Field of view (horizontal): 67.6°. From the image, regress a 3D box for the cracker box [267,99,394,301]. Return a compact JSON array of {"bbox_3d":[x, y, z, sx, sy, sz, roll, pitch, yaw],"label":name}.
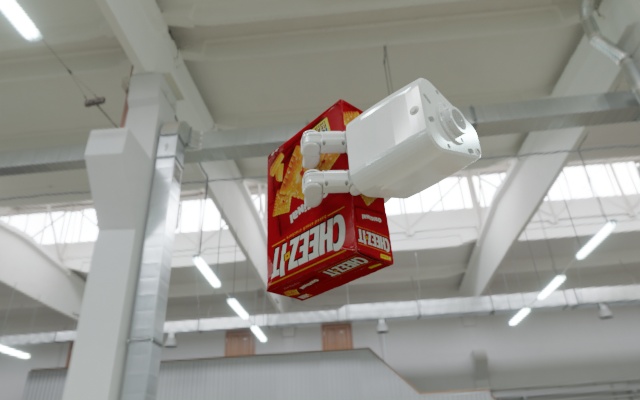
[{"bbox_3d":[0.000,0.002,0.622,0.072,0.213,0.164,22,-38,-36],"label":"cracker box"}]
